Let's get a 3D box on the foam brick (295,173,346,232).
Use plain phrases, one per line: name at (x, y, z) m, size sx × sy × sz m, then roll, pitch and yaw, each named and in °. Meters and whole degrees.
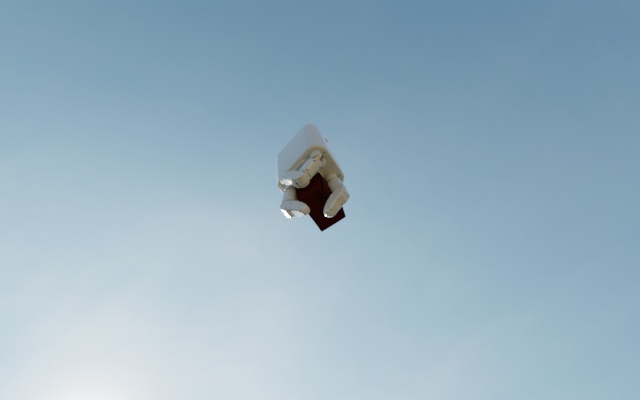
foam brick at (0.000, 0.003, 0.828) m, size 0.053 × 0.078 × 0.051 m, roll -30°, pitch 32°, yaw 9°
